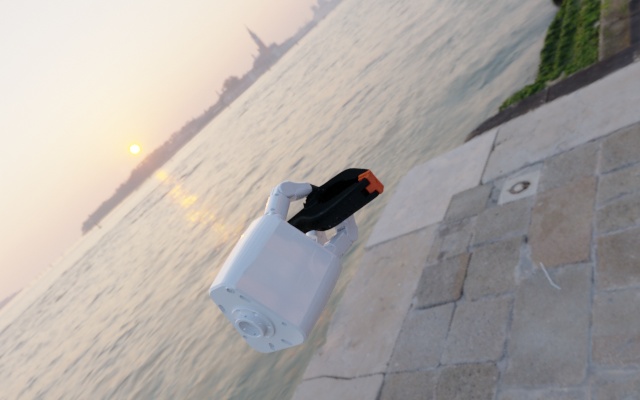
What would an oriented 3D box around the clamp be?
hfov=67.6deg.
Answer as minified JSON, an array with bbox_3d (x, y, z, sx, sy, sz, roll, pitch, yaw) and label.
[{"bbox_3d":[0.000,0.001,0.613,0.210,0.036,0.164,-28,24,41],"label":"clamp"}]
